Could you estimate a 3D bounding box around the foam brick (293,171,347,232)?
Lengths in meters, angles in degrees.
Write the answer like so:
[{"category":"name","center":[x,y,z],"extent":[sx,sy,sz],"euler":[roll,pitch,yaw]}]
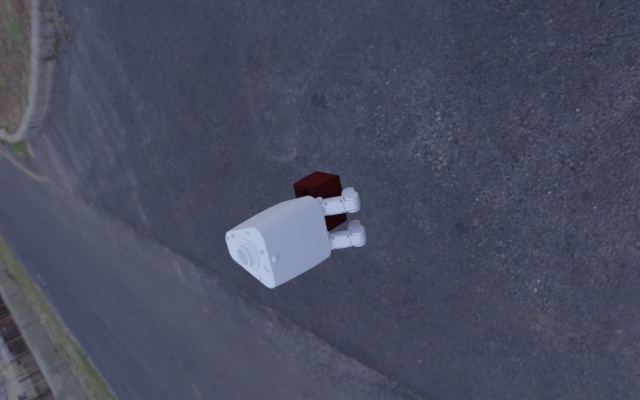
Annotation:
[{"category":"foam brick","center":[0.000,0.002,0.725],"extent":[0.051,0.078,0.053],"euler":[-28,26,-37]}]
